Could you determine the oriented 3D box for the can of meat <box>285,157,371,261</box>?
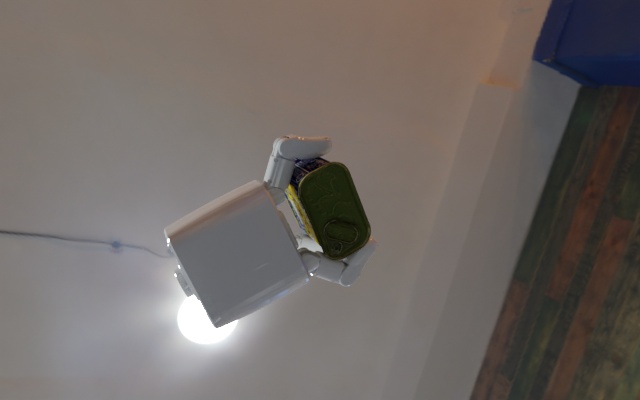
[{"bbox_3d":[0.000,0.001,0.513,0.057,0.102,0.084,-30,25,-14],"label":"can of meat"}]
